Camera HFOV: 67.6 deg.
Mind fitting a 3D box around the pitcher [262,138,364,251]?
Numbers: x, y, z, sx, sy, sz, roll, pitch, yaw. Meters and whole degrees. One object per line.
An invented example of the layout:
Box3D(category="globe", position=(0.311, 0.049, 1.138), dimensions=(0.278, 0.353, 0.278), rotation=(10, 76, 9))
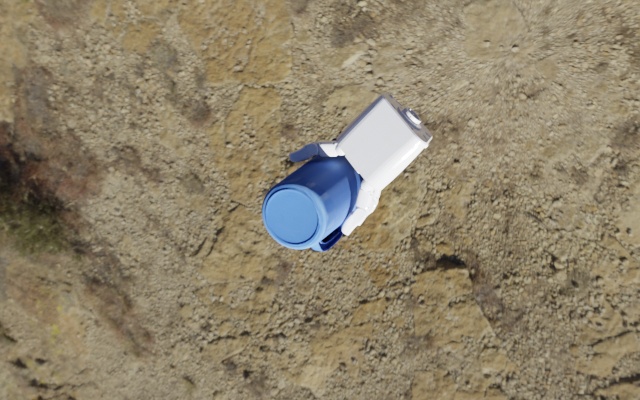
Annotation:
Box3D(category="pitcher", position=(0.000, 0.003, 0.815), dimensions=(0.145, 0.149, 0.242), rotation=(-42, -2, 26))
